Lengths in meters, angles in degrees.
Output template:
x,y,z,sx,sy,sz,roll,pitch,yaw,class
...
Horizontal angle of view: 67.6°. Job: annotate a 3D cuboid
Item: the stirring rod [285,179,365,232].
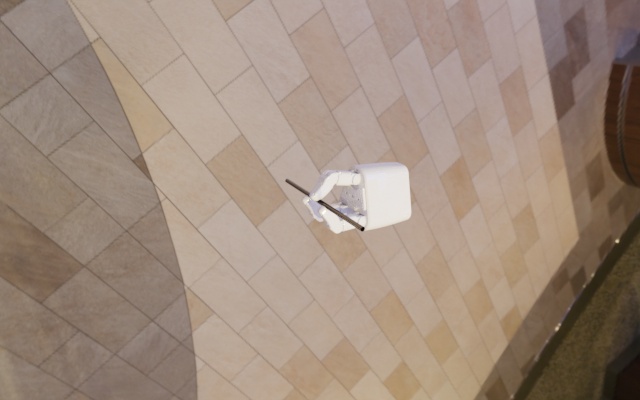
x,y,z,sx,sy,sz,roll,pitch,yaw,class
0.000,0.003,0.810,0.011,0.011,0.239,0,20,-34,stirring rod
